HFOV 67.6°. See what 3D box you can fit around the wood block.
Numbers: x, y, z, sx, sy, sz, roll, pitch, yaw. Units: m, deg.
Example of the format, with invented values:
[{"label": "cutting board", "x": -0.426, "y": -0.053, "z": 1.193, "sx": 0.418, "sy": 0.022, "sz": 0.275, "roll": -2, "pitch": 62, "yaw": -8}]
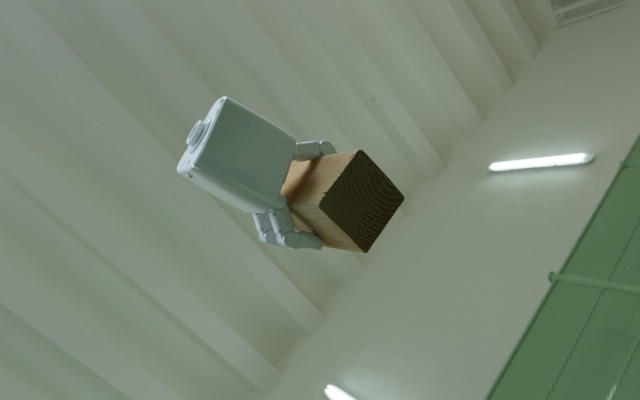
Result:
[{"label": "wood block", "x": 0.000, "y": 0.002, "z": 0.640, "sx": 0.090, "sy": 0.090, "sz": 0.206, "roll": 45, "pitch": -20, "yaw": -22}]
